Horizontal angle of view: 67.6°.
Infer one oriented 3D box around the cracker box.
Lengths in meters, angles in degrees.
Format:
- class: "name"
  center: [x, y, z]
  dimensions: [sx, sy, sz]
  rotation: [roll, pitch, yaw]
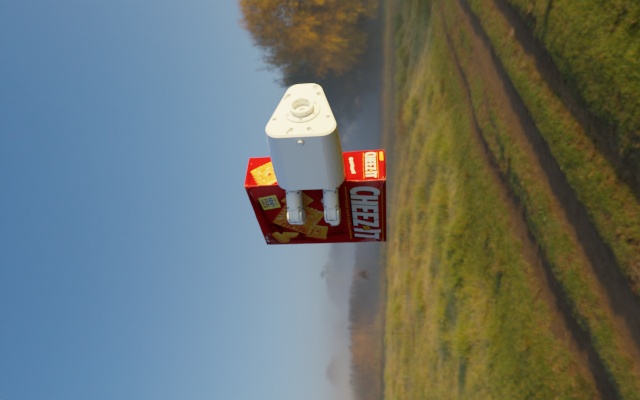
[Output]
- class: "cracker box"
  center: [0.000, 0.002, 0.780]
  dimensions: [0.214, 0.072, 0.164]
  rotation: [-2, -39, 7]
